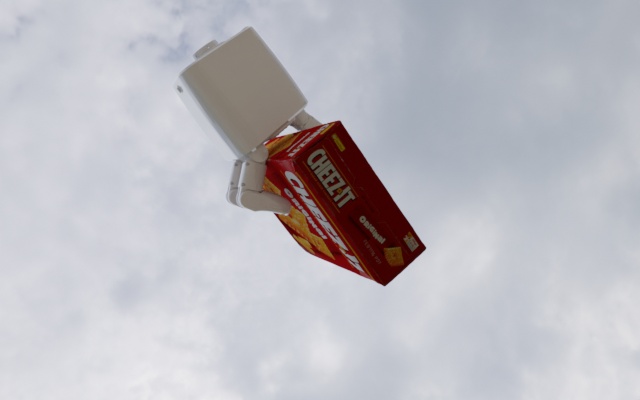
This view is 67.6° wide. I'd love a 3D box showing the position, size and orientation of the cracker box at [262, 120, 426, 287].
[{"bbox_3d":[0.000,0.002,0.556,0.072,0.164,0.213,-41,17,-15],"label":"cracker box"}]
